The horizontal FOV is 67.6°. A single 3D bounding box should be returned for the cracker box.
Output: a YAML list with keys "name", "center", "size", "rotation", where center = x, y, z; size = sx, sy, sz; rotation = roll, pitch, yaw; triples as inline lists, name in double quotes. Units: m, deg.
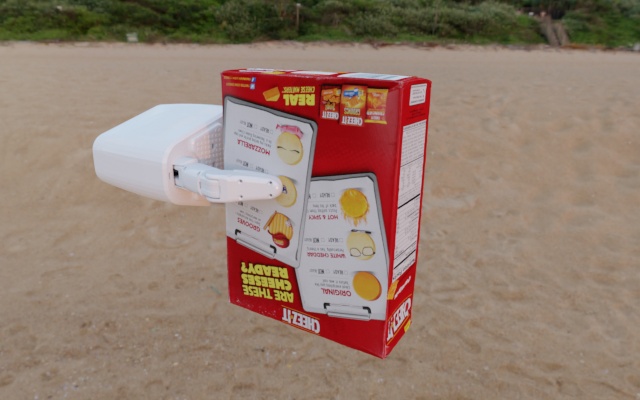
- name: "cracker box"
  center: [0.000, 0.001, 0.404]
  size: [0.164, 0.214, 0.072]
  rotation: [12, 21, 31]
